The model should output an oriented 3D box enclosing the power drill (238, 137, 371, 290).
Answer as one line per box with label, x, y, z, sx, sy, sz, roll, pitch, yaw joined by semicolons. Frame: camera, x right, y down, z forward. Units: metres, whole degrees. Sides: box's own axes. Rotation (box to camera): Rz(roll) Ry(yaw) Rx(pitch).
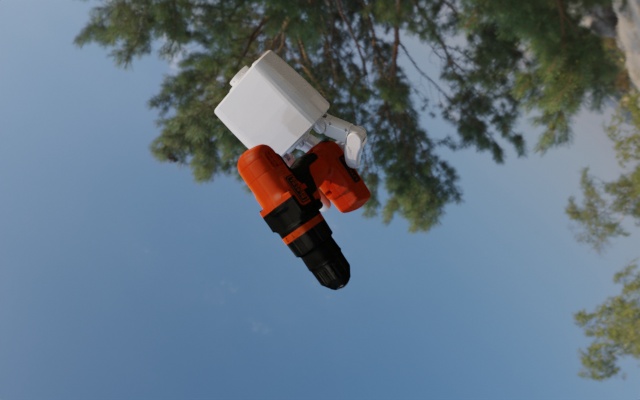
power drill;0.000;0.002;0.589;0.057;0.184;0.187;-33;0;27
